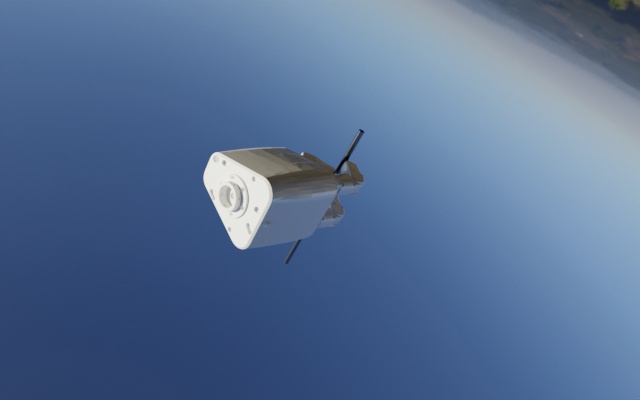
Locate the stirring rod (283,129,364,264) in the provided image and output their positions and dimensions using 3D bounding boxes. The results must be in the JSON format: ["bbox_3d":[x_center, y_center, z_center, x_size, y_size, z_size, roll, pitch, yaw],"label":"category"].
[{"bbox_3d":[0.000,0.002,0.671,0.011,0.240,0.011,23,29,-14],"label":"stirring rod"}]
